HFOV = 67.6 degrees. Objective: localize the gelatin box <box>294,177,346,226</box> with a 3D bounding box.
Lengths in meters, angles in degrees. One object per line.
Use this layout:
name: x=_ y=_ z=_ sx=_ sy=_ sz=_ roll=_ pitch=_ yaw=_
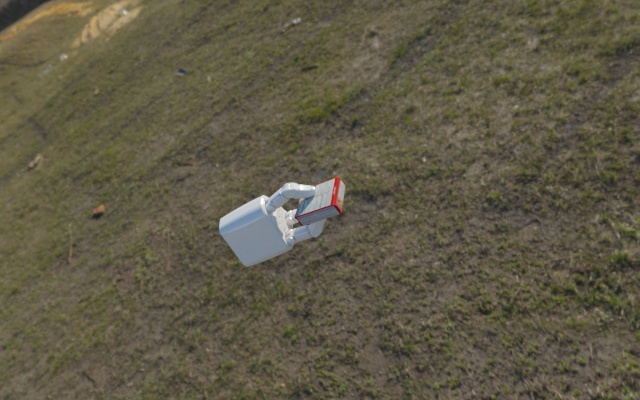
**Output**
gelatin box: x=0.000 y=0.002 z=0.884 sx=0.089 sy=0.073 sz=0.030 roll=-20 pitch=-52 yaw=29
